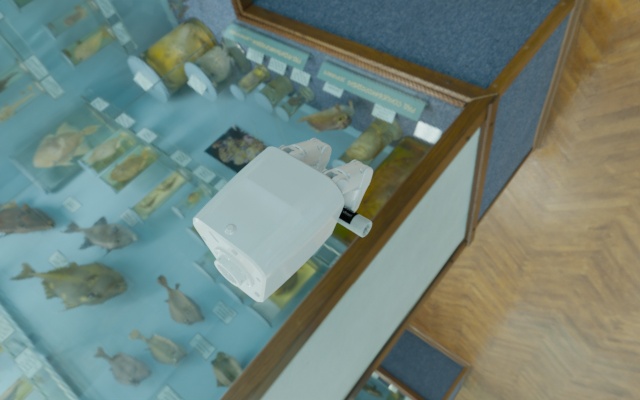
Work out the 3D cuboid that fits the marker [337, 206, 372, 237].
[{"bbox_3d":[0.000,0.002,0.504,0.121,0.020,0.020,31,15,27],"label":"marker"}]
